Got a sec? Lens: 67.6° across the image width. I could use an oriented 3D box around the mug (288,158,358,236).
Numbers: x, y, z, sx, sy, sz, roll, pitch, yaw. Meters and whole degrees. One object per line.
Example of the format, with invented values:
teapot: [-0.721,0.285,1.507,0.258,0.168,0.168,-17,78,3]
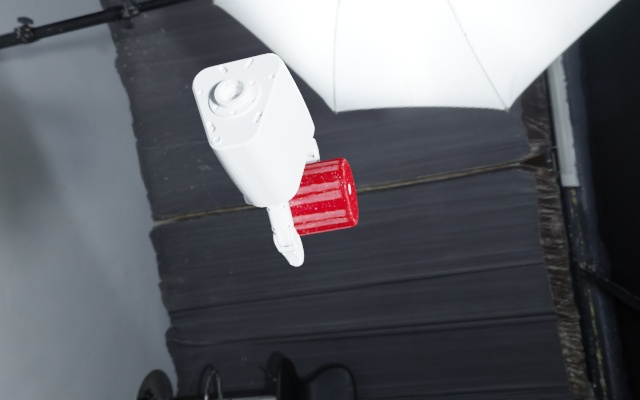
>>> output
mug: [0.001,0.003,0.571,0.081,0.093,0.117,-10,-30,11]
